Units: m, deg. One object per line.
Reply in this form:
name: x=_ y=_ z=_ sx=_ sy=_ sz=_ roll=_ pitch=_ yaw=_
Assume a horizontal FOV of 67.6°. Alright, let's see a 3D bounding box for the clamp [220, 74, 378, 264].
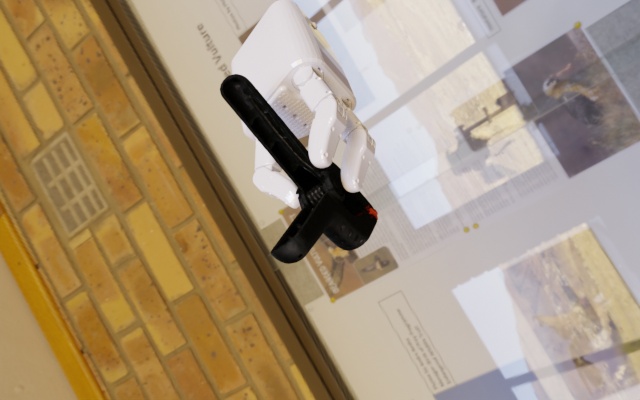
clamp: x=0.000 y=0.002 z=0.415 sx=0.036 sy=0.164 sz=0.210 roll=-30 pitch=-35 yaw=19
